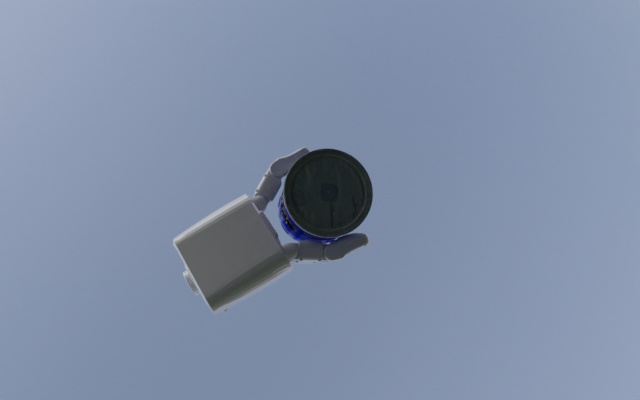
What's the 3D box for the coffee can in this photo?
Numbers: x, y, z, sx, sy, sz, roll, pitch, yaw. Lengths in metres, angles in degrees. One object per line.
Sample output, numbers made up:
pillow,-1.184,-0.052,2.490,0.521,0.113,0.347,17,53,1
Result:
coffee can,0.000,0.002,0.606,0.103,0.103,0.140,0,-9,-8
